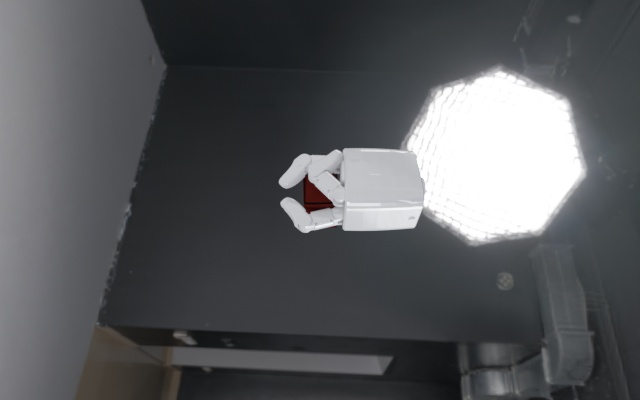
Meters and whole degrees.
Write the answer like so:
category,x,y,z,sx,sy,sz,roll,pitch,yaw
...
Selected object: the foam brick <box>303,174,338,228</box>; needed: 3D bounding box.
category,x,y,z,sx,sy,sz,roll,pitch,yaw
foam brick,0.000,0.002,0.723,0.051,0.053,0.078,-2,-29,-2
